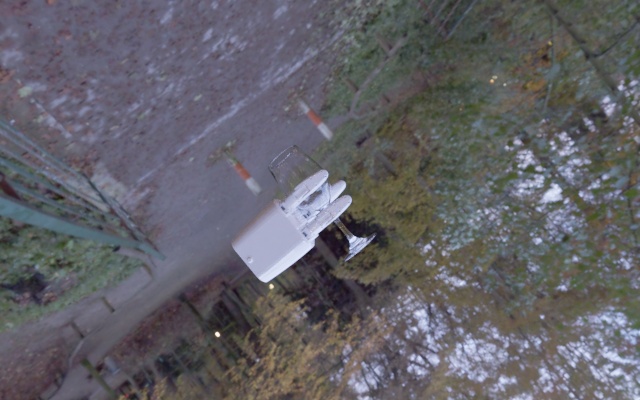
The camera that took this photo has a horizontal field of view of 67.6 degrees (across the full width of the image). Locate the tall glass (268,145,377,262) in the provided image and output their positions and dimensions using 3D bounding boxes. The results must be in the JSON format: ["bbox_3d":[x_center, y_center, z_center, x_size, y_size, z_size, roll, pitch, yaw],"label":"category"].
[{"bbox_3d":[0.001,0.003,0.792,0.079,0.201,0.079,-40,-3,-2],"label":"tall glass"}]
